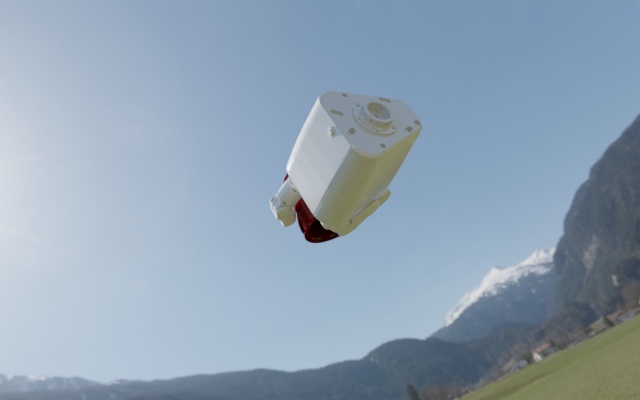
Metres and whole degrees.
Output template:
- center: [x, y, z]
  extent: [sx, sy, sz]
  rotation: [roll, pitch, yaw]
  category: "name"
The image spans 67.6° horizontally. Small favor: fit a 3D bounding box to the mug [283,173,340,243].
- center: [0.000, 0.003, 0.614]
  extent: [0.093, 0.081, 0.117]
  rotation: [-11, -32, -33]
  category: "mug"
